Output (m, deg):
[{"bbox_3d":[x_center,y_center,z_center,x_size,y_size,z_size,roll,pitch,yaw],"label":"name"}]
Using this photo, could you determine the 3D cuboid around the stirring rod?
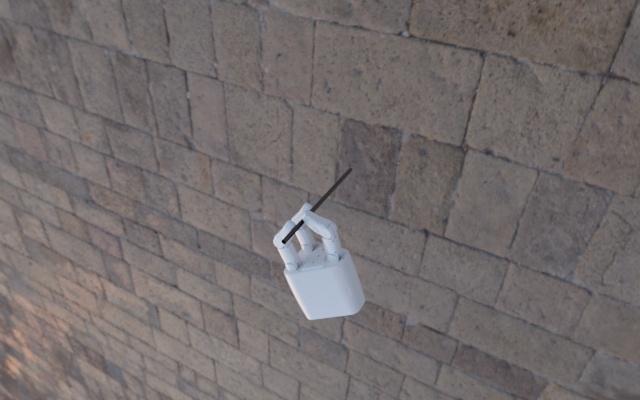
[{"bbox_3d":[0.000,0.003,0.822,0.011,0.011,0.239,0,31,34],"label":"stirring rod"}]
